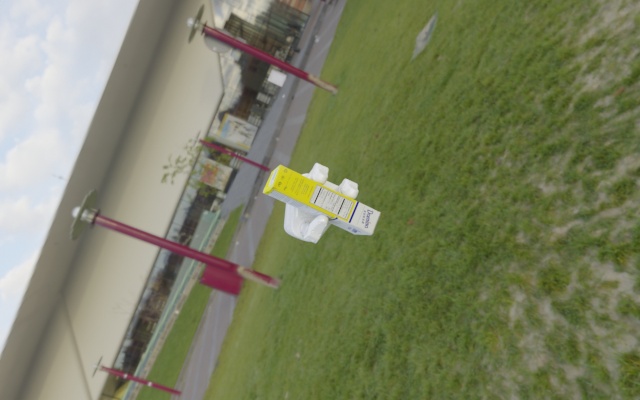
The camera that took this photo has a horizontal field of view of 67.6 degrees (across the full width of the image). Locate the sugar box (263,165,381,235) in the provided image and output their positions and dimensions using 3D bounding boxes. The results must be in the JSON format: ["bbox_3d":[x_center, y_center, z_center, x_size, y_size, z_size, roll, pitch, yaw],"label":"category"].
[{"bbox_3d":[0.000,0.002,0.769,0.176,0.048,0.093,23,-8,-12],"label":"sugar box"}]
